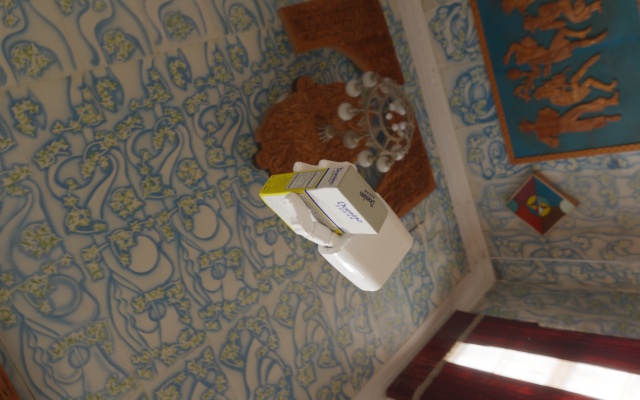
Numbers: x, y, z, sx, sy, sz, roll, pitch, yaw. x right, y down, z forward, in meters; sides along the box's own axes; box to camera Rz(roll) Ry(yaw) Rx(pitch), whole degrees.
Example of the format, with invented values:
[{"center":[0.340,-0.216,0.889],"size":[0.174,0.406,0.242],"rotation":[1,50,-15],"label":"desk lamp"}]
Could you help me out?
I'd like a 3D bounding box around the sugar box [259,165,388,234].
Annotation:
[{"center":[0.000,0.002,0.660],"size":[0.176,0.048,0.093],"rotation":[-5,-44,48],"label":"sugar box"}]
